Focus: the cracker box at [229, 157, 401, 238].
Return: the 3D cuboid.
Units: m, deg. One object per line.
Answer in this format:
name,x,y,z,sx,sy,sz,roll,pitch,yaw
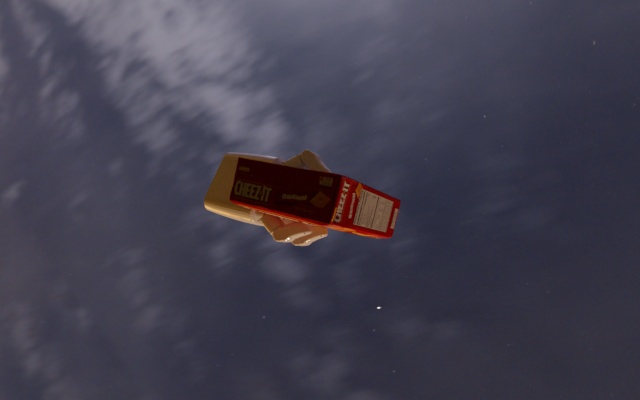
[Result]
cracker box,0.000,0.002,0.695,0.164,0.072,0.214,11,-2,30
